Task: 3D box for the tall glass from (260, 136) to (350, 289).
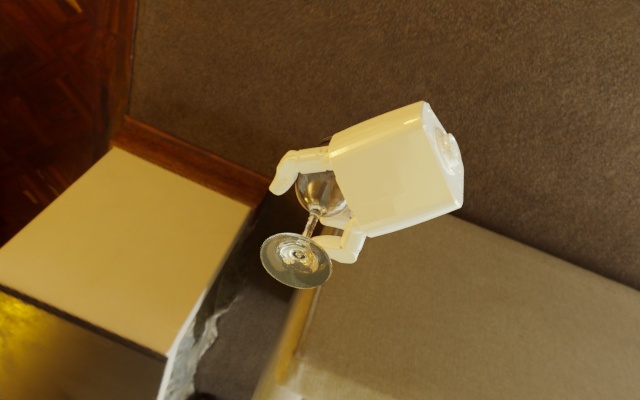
[{"bbox_3d":[0.000,0.002,0.547,0.079,0.079,0.201,0,37,18],"label":"tall glass"}]
